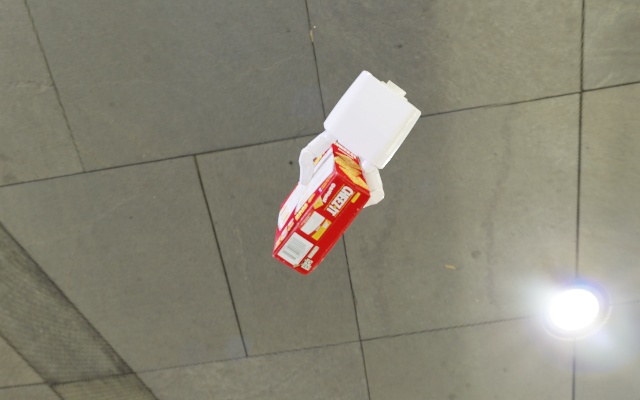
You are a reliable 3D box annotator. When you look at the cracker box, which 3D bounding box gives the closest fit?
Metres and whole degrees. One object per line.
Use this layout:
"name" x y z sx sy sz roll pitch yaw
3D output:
"cracker box" 0.000 0.003 0.789 0.072 0.164 0.213 34 16 -12
